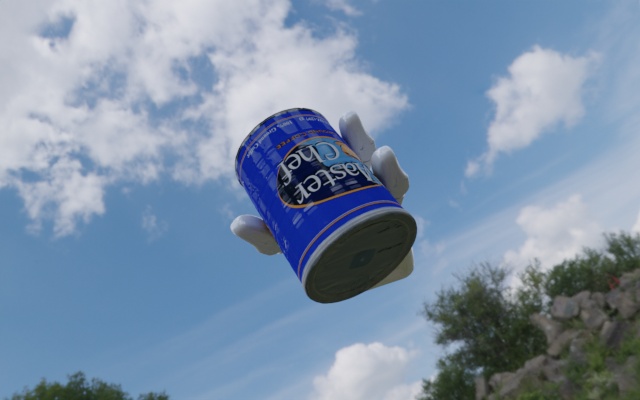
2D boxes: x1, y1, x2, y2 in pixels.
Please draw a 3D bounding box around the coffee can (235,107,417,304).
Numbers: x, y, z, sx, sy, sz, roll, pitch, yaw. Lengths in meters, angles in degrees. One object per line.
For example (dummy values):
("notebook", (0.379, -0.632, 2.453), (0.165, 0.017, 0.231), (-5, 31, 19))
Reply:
("coffee can", (0.000, 0.001, 0.411), (0.103, 0.103, 0.140), (0, 41, -40))
